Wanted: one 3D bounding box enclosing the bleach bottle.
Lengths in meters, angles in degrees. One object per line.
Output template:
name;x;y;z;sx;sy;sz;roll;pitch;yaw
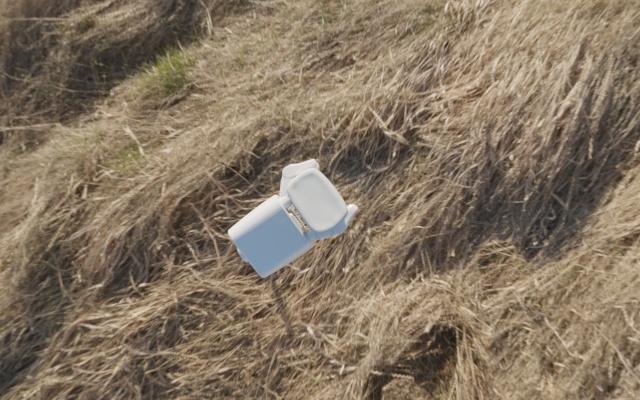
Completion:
bleach bottle;0.000;0.003;0.841;0.068;0.102;0.251;-36;-3;2
